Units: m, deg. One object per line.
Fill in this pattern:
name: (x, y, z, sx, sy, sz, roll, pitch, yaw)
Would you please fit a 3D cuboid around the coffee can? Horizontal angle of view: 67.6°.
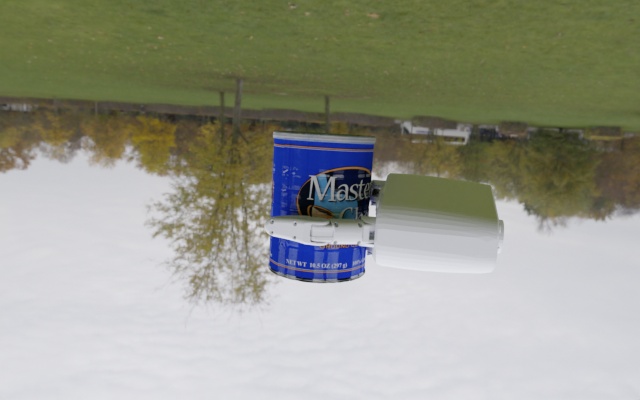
coffee can: (0.000, 0.001, 0.489, 0.103, 0.140, 0.103, 3, 9, -1)
